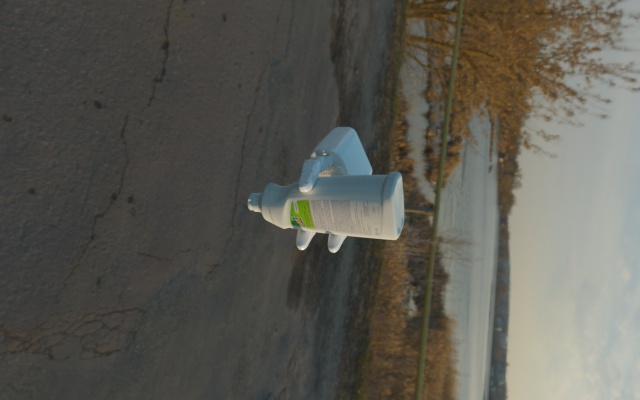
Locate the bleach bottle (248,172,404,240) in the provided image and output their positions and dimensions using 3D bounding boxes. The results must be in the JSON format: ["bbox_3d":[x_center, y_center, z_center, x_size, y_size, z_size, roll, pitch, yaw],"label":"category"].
[{"bbox_3d":[0.000,0.003,0.748,0.251,0.103,0.068,4,32,21],"label":"bleach bottle"}]
